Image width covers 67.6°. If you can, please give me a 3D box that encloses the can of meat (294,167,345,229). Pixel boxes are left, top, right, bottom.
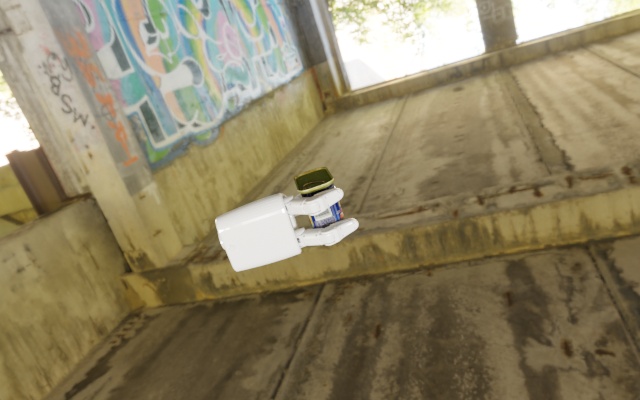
[{"bbox_3d":[0.000,0.003,0.756,0.057,0.084,0.102,-19,18,-2],"label":"can of meat"}]
